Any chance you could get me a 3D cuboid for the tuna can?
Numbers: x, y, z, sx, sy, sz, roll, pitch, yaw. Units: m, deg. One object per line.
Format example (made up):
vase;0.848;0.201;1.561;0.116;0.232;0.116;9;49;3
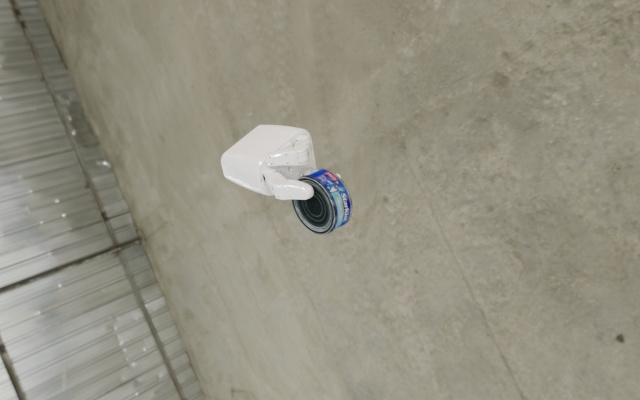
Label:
tuna can;0.000;0.002;0.644;0.033;0.086;0.086;-27;17;-39
